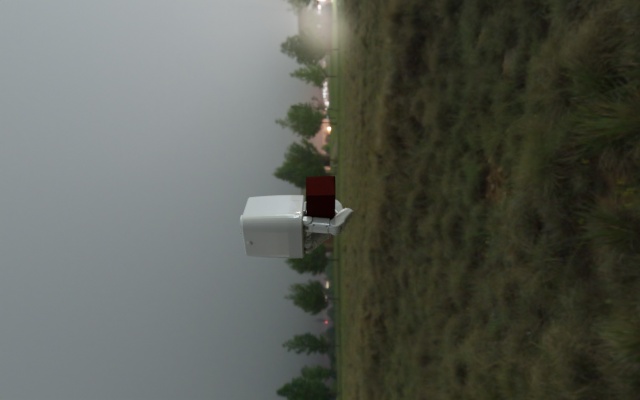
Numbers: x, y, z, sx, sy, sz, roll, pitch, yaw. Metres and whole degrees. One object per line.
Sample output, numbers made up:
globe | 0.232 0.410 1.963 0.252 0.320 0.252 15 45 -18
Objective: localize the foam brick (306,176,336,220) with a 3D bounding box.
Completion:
foam brick | 0.000 0.002 0.836 0.051 0.078 0.053 0 41 0
